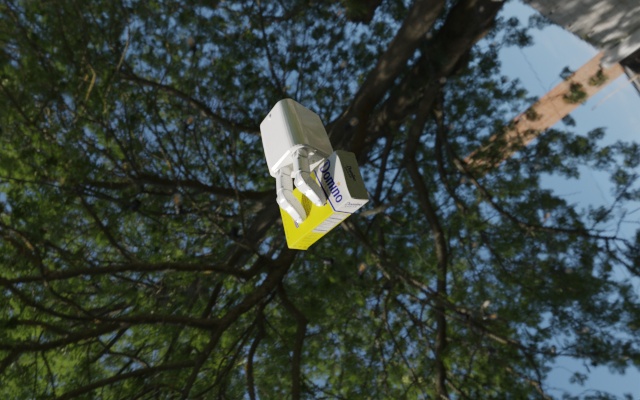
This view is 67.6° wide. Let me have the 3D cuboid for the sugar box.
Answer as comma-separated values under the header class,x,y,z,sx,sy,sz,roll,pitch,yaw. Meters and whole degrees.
class,x,y,z,sx,sy,sz,roll,pitch,yaw
sugar box,0.000,0.002,0.798,0.048,0.093,0.176,6,-35,-36
